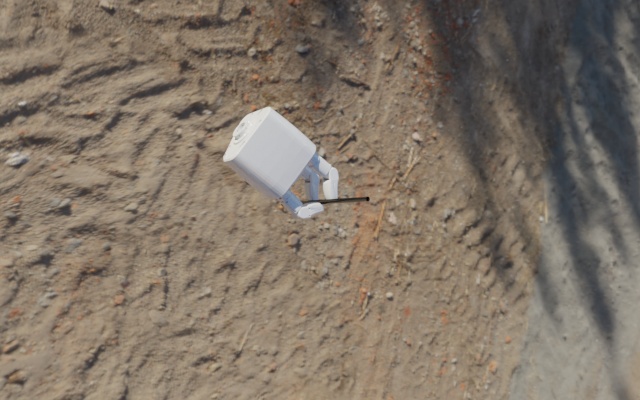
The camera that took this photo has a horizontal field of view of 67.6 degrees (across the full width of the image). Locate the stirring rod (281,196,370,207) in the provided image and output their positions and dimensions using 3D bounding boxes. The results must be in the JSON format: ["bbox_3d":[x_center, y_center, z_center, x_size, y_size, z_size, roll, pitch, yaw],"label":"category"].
[{"bbox_3d":[0.000,0.003,0.834,0.011,0.011,0.239,0,-2,-38],"label":"stirring rod"}]
